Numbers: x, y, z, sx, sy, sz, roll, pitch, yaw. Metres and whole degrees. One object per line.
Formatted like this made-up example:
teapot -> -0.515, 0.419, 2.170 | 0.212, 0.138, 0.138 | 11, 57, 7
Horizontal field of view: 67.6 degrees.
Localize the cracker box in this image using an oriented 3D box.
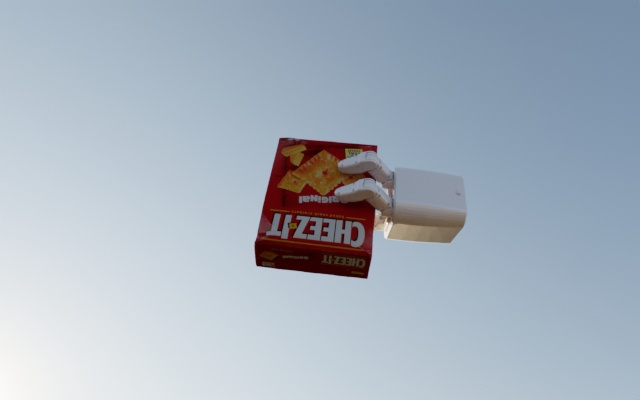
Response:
cracker box -> 0.000, 0.002, 0.726 | 0.164, 0.213, 0.072 | 6, -40, 3
